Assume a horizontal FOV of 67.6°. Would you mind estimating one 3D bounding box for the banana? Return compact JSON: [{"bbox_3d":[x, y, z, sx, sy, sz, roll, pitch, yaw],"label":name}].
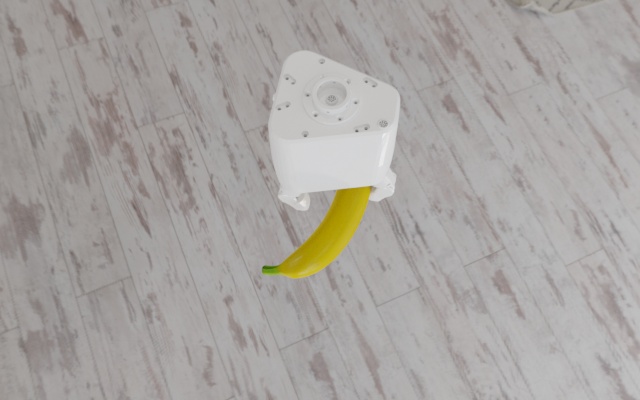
[{"bbox_3d":[0.013,0.014,0.537,0.069,0.197,0.037,31,-12,18],"label":"banana"}]
